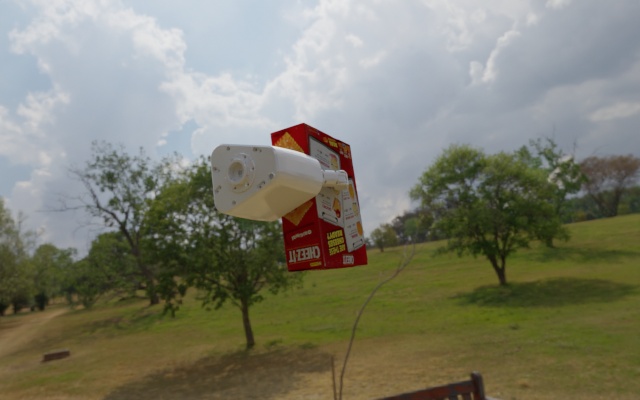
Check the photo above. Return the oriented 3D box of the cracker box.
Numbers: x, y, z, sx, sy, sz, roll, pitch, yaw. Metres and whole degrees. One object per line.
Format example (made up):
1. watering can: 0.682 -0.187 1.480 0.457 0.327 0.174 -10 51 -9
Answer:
1. cracker box: 0.000 0.002 0.760 0.072 0.213 0.164 -13 -11 26
